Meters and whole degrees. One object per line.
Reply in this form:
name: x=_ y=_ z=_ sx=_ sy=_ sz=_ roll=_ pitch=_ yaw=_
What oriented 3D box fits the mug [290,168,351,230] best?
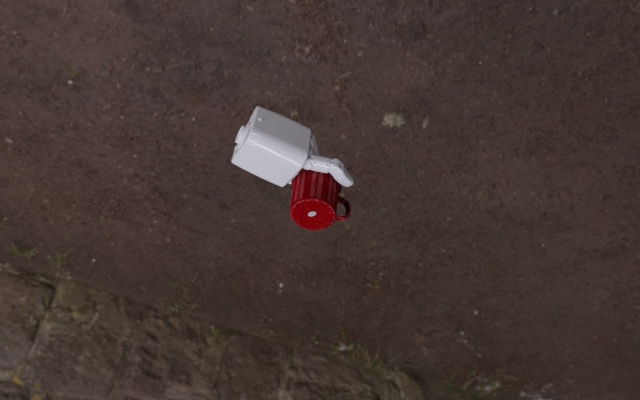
mug: x=0.001 y=0.004 z=0.849 sx=0.117 sy=0.081 sz=0.093 roll=23 pitch=-48 yaw=-16
